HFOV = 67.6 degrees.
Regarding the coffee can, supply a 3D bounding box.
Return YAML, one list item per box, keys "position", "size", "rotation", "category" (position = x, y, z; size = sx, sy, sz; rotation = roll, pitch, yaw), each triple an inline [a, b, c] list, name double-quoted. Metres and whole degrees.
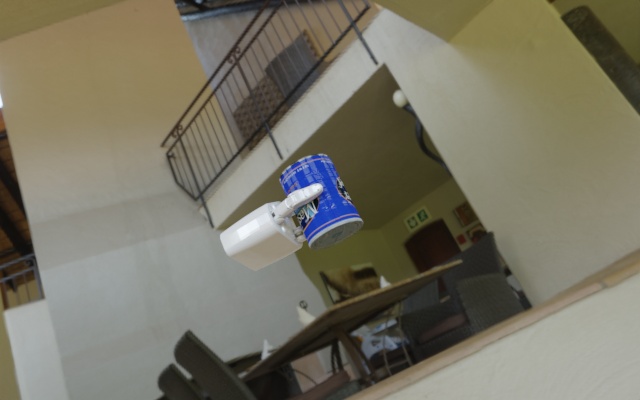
- position: [0.000, 0.003, 0.851]
  size: [0.103, 0.140, 0.103]
  rotation: [-23, -20, -9]
  category: "coffee can"
